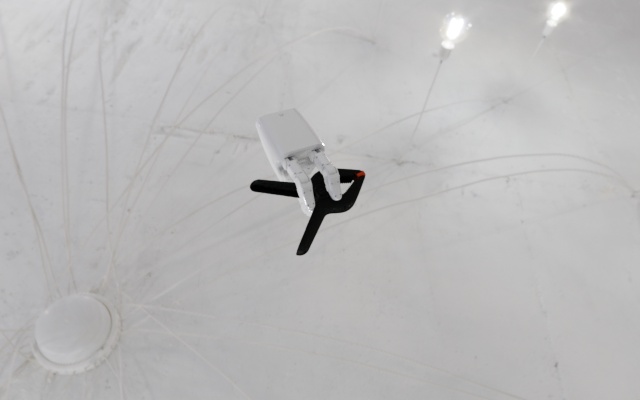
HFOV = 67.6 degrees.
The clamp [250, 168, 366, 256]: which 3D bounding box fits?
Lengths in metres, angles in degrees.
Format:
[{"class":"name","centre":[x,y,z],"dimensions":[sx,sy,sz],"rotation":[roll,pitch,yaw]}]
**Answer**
[{"class":"clamp","centre":[0.000,0.003,0.856],"dimensions":[0.210,0.164,0.036],"rotation":[-19,-27,-23]}]
